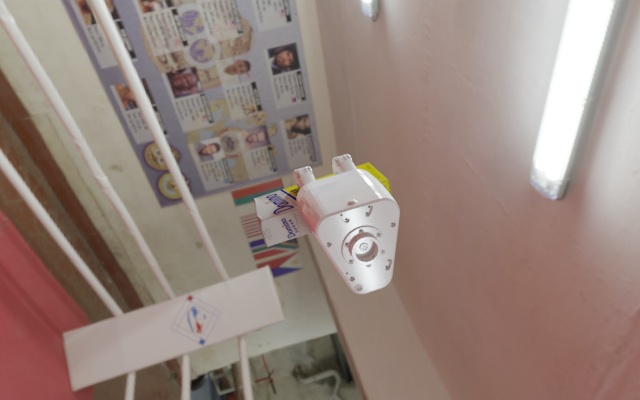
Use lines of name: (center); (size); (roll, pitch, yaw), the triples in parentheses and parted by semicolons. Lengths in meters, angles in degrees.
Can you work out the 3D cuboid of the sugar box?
sugar box: (0.000, 0.002, 0.651); (0.176, 0.048, 0.093); (-16, 21, -7)
